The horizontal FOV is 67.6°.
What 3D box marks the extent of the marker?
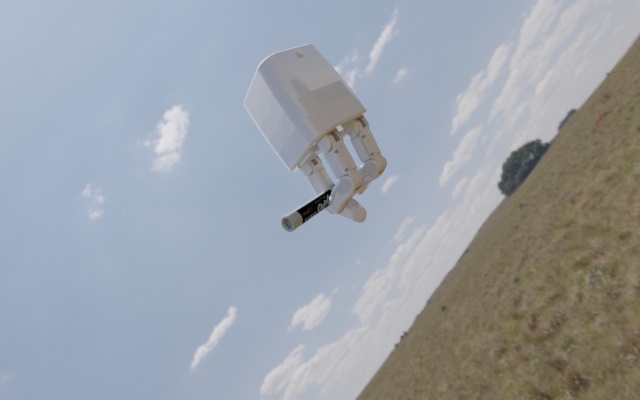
[{"bbox_3d":[0.000,0.002,0.549,0.020,0.020,0.121,0,23,40],"label":"marker"}]
